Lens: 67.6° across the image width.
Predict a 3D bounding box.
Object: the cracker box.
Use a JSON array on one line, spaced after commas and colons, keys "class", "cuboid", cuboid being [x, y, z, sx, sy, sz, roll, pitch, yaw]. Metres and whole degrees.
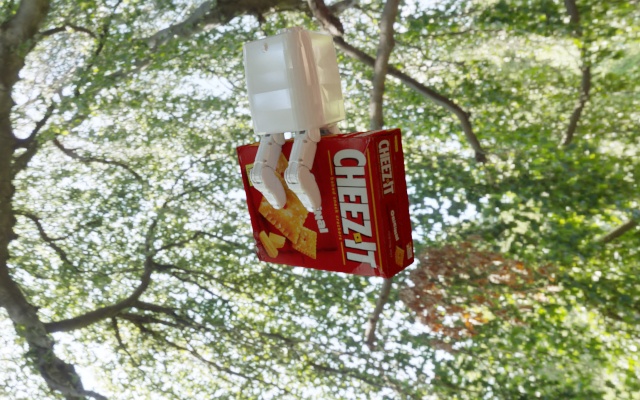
[{"class": "cracker box", "cuboid": [0.000, 0.002, 0.597, 0.213, 0.164, 0.072, 2, 16, 39]}]
